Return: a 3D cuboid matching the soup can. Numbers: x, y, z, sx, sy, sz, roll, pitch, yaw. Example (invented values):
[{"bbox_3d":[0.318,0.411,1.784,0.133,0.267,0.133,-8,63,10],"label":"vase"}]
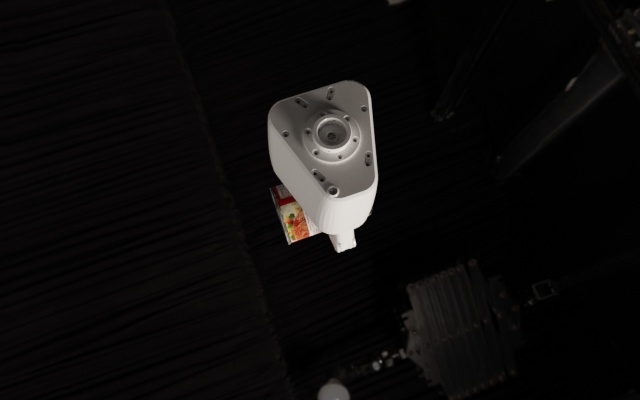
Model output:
[{"bbox_3d":[0.000,0.002,0.551,0.102,0.068,0.068,-19,2,-7],"label":"soup can"}]
